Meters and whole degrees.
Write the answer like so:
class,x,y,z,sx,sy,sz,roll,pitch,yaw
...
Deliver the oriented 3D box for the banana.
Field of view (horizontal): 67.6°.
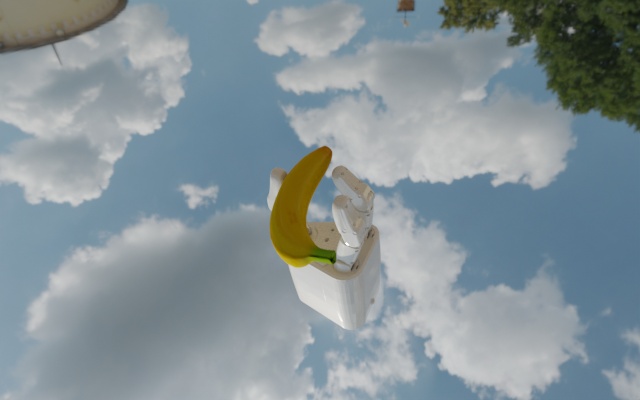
class,x,y,z,sx,sy,sz,roll,pitch,yaw
banana,-0.018,0.006,0.502,0.069,0.037,0.197,-9,37,6
